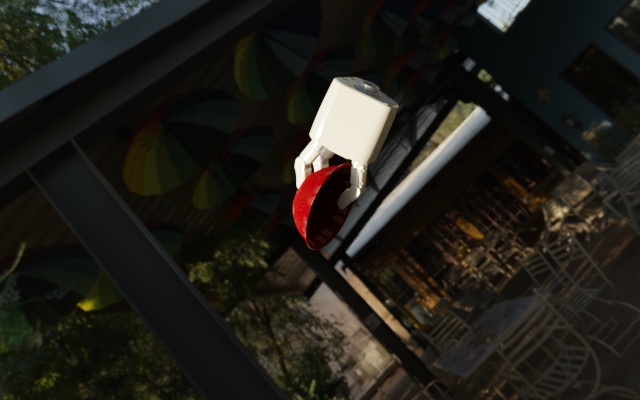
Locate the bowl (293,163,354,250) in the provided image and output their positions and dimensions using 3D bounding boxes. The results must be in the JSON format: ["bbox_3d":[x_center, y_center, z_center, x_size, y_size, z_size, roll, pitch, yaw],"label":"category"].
[{"bbox_3d":[-0.001,0.004,0.841,0.055,0.162,0.162,24,11,26],"label":"bowl"}]
